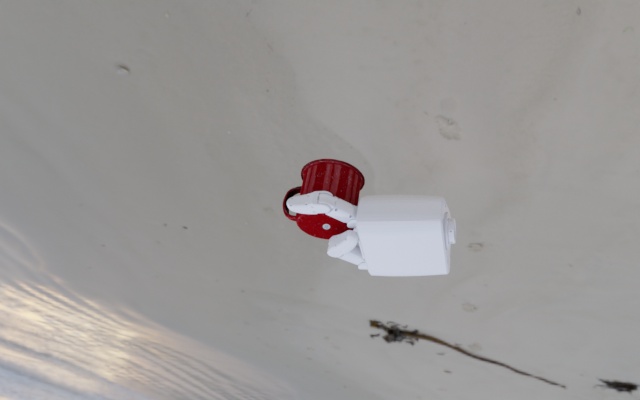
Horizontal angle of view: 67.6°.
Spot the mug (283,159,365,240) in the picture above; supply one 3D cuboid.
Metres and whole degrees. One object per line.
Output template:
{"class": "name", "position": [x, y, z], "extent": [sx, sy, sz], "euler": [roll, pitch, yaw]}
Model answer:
{"class": "mug", "position": [-0.001, 0.002, 0.669], "extent": [0.117, 0.081, 0.093], "euler": [-3, -33, 21]}
